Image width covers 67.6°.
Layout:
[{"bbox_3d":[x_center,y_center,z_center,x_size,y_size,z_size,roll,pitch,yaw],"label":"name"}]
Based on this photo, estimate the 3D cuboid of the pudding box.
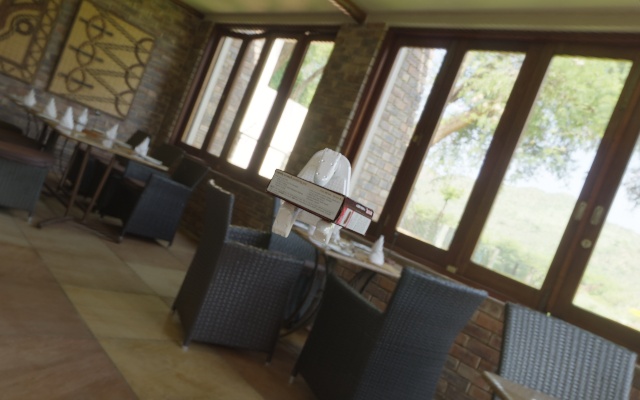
[{"bbox_3d":[0.000,0.002,0.604,0.113,0.039,0.090,21,-1,31],"label":"pudding box"}]
